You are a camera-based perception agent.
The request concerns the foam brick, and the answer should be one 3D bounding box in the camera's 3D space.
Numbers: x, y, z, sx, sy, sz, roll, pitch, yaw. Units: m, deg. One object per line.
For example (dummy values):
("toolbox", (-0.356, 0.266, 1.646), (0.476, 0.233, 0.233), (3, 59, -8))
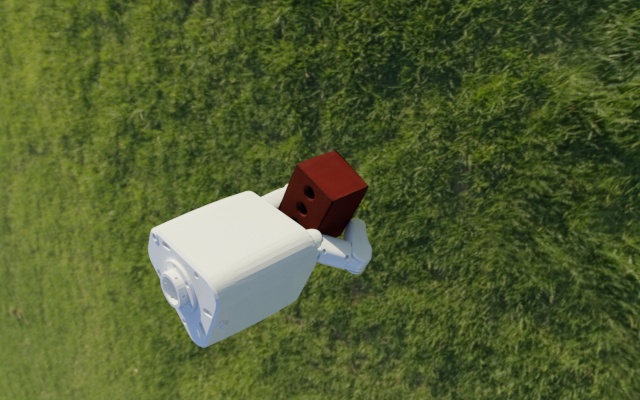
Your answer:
("foam brick", (0.000, 0.001, 0.461), (0.051, 0.053, 0.078), (-21, -31, -40))
